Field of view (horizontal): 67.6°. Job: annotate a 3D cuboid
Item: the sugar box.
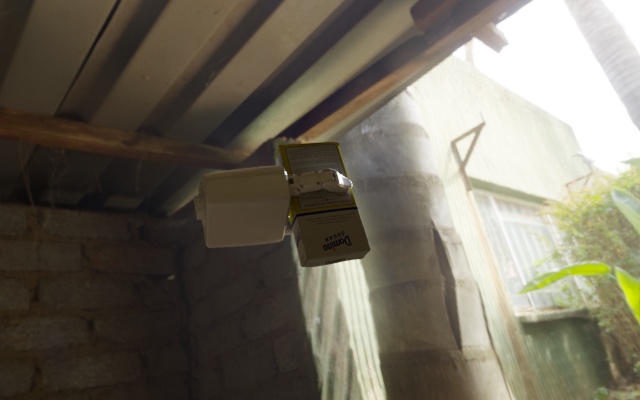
[{"bbox_3d":[0.000,0.002,0.674,0.093,0.176,0.048,-6,-23,-18],"label":"sugar box"}]
